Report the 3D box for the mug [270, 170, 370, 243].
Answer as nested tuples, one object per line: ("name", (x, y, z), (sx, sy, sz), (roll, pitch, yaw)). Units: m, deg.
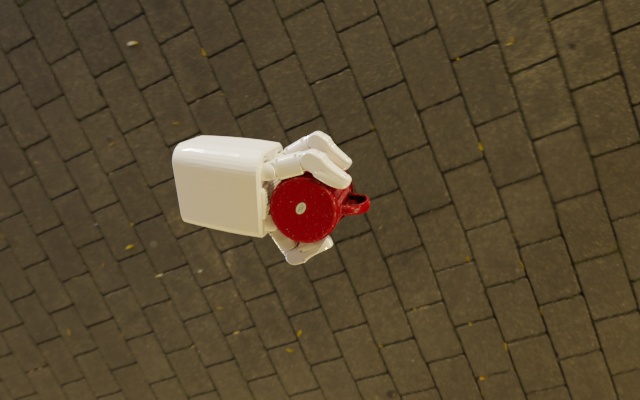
("mug", (0.001, 0.002, 0.569), (0.117, 0.093, 0.081), (8, 18, 11))
